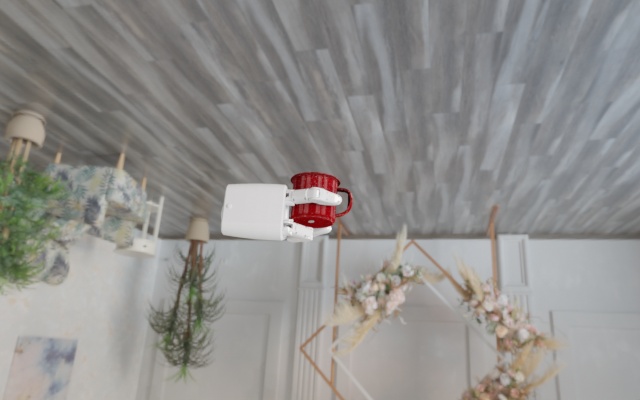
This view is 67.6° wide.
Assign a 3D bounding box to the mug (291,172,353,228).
[{"bbox_3d":[0.002,0.003,0.874,0.117,0.081,0.093,3,-19,4],"label":"mug"}]
